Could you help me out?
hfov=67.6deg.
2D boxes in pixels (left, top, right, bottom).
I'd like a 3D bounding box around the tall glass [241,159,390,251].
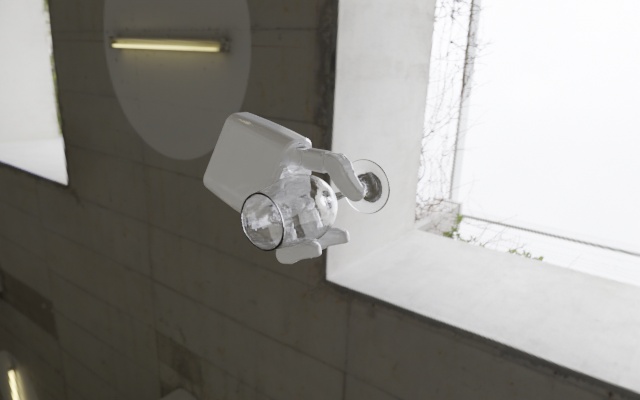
[{"bbox_3d":[0.001,0.002,0.562,0.079,0.079,0.201,0,12,38],"label":"tall glass"}]
